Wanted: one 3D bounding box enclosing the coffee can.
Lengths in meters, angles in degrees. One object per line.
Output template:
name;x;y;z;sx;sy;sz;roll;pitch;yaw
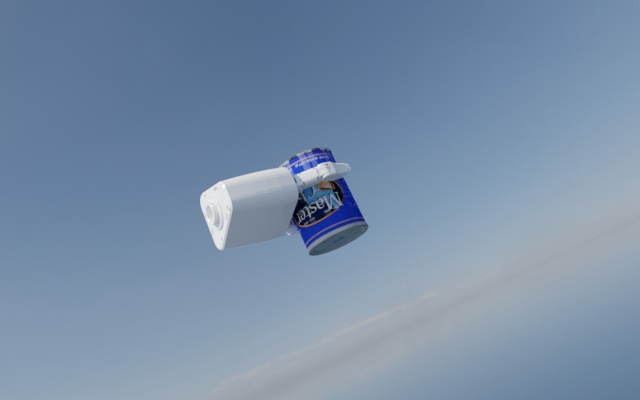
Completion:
coffee can;0.000;0.003;0.757;0.103;0.140;0.103;-23;-18;-8
